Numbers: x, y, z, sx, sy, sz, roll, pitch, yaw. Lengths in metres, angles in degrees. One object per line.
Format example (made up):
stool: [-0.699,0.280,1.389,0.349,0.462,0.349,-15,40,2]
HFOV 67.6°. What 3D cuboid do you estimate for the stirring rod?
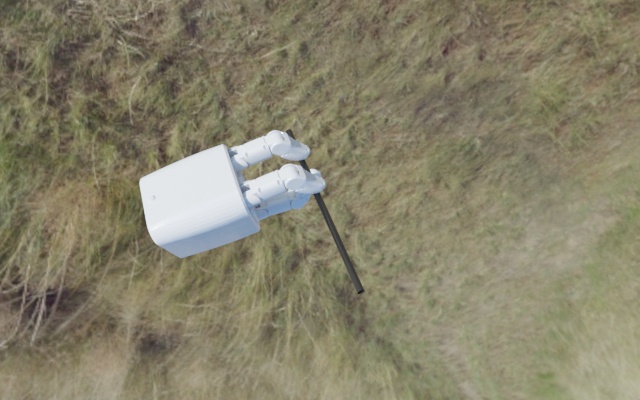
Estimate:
stirring rod: [0.000,0.002,0.551,0.011,0.239,0.011,-16,-34,-12]
